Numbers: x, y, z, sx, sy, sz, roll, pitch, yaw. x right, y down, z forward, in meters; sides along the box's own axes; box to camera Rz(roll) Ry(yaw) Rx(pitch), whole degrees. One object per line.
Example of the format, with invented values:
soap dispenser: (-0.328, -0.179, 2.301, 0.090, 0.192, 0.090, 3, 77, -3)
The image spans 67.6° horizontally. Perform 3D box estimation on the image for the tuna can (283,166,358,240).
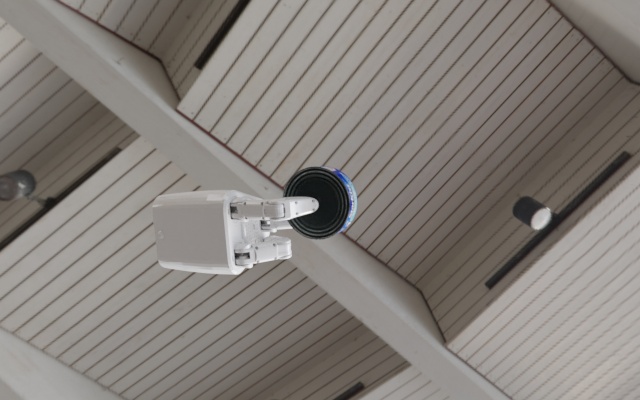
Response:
tuna can: (0.000, 0.002, 0.569, 0.086, 0.086, 0.034, 0, 6, 23)
